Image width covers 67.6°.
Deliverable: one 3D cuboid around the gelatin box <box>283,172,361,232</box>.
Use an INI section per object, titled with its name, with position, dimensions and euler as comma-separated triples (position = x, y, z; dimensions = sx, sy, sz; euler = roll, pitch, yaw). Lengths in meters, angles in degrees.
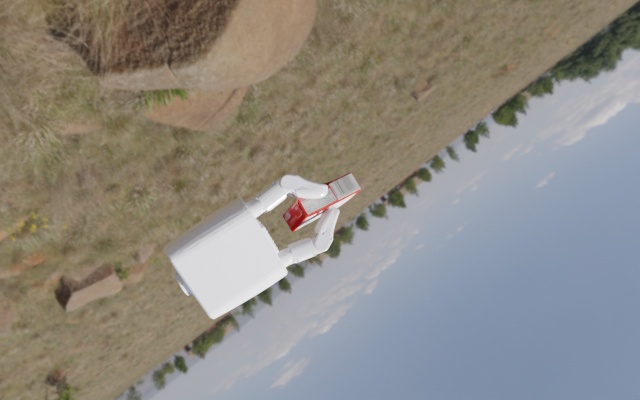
[gelatin box]
position = 0.001, 0.002, 0.631
dimensions = 0.089, 0.030, 0.073
euler = -27, -7, -24
